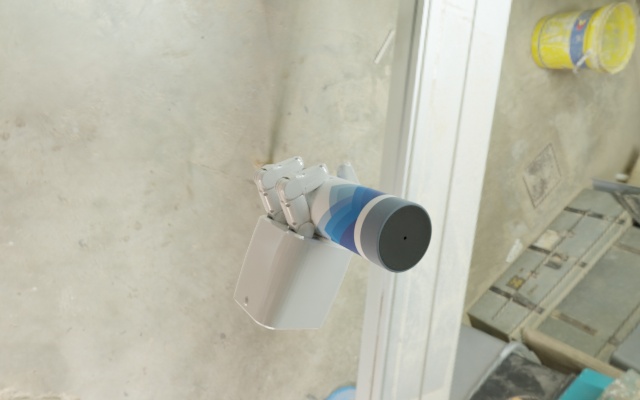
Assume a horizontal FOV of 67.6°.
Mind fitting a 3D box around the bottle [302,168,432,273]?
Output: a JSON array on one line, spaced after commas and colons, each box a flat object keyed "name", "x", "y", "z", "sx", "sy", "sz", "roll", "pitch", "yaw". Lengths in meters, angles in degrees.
[{"name": "bottle", "x": 0.000, "y": 0.002, "z": 0.551, "sx": 0.069, "sy": 0.069, "sz": 0.295, "roll": 0, "pitch": 13, "yaw": -32}]
